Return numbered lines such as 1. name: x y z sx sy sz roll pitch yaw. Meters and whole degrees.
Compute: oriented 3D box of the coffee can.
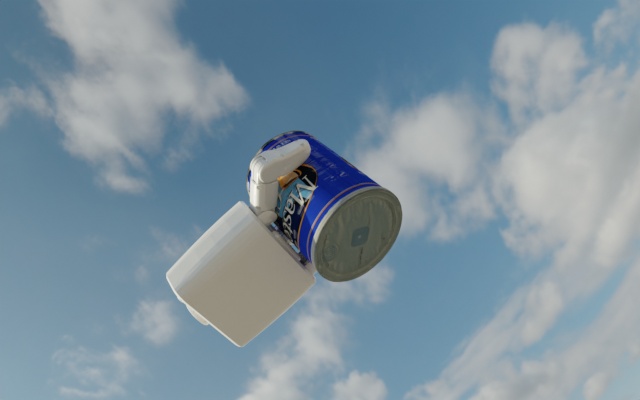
1. coffee can: 0.000 0.002 0.494 0.103 0.103 0.140 0 28 -38
